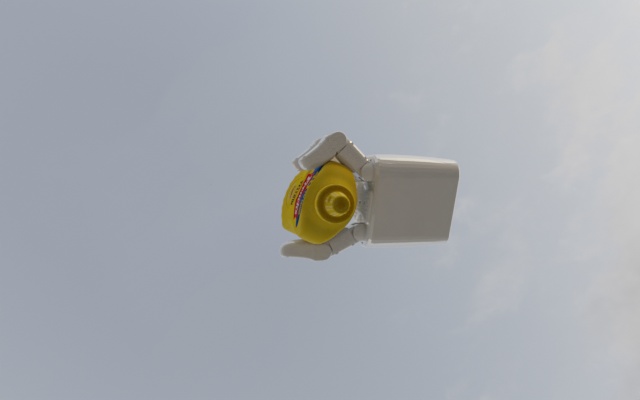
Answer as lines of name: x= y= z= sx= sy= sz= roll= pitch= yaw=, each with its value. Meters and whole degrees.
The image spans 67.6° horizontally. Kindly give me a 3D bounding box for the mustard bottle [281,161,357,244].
mustard bottle: x=0.000 y=0.002 z=0.558 sx=0.058 sy=0.096 sz=0.191 roll=26 pitch=-4 yaw=-13
